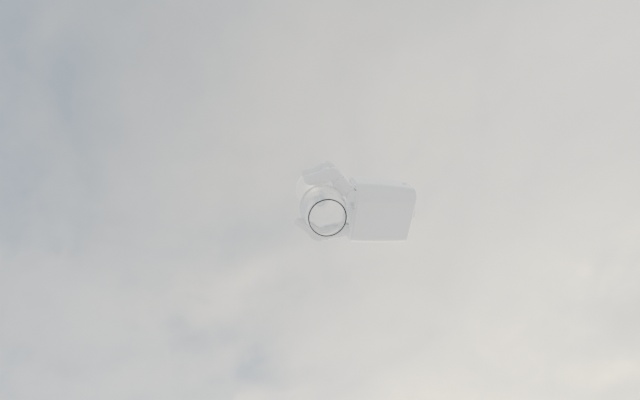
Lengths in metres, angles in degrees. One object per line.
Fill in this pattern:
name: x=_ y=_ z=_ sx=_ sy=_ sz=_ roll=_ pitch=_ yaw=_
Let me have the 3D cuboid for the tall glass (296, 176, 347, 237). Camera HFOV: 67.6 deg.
tall glass: x=0.000 y=0.003 z=0.843 sx=0.079 sy=0.079 sz=0.201 roll=0 pitch=15 yaw=-6
